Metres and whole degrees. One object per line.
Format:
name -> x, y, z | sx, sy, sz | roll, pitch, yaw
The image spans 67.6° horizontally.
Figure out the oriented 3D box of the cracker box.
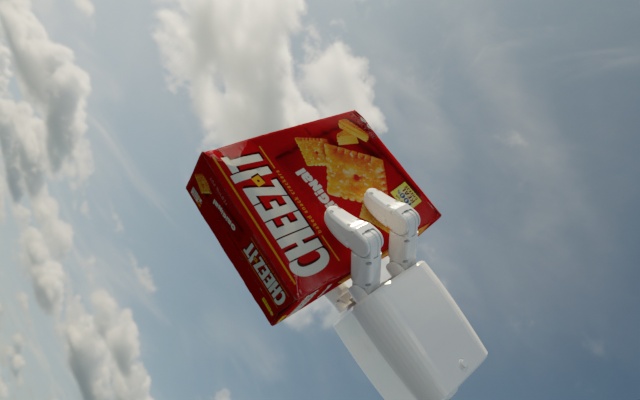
cracker box -> 0.000, 0.002, 0.495 | 0.213, 0.164, 0.072 | -23, -20, -39
